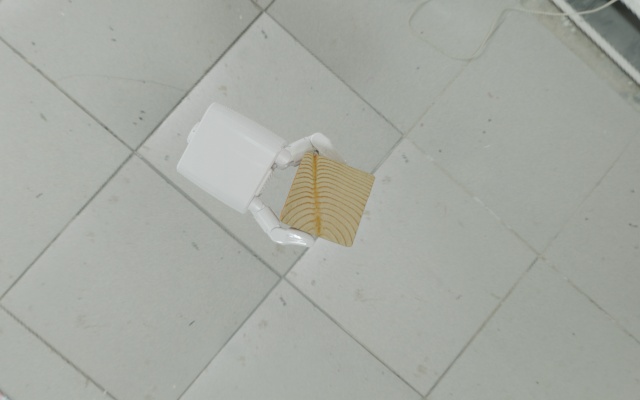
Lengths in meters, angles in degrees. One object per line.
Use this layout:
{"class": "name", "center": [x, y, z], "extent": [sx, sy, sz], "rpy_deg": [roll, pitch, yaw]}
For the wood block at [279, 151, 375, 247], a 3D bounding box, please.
{"class": "wood block", "center": [0.000, 0.002, 0.651], "extent": [0.090, 0.091, 0.206], "rpy_deg": [20, -3, -4]}
